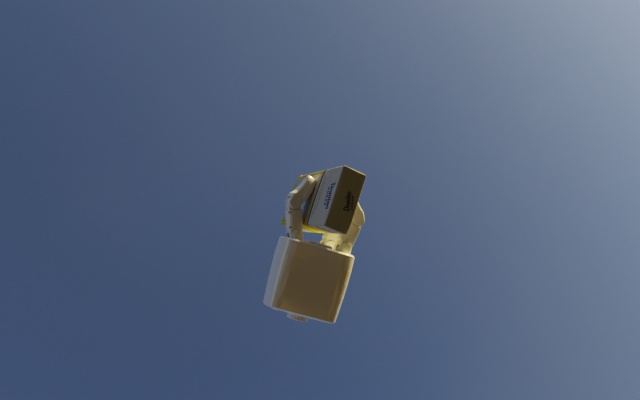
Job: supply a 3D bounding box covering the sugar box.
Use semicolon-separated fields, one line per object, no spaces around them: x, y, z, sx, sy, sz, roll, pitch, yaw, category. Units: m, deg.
0.000;0.003;0.744;0.048;0.093;0.176;23;-10;-24;sugar box
